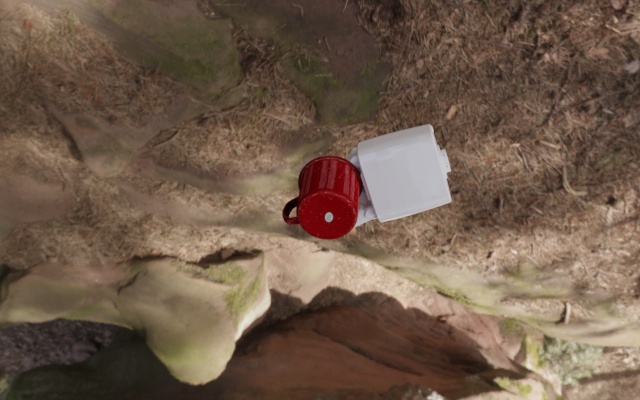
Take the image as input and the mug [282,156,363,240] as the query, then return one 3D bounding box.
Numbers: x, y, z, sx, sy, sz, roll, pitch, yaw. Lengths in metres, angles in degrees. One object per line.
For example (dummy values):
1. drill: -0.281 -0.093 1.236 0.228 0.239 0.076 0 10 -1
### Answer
1. mug: -0.001 0.003 0.653 0.117 0.093 0.081 -17 31 16
